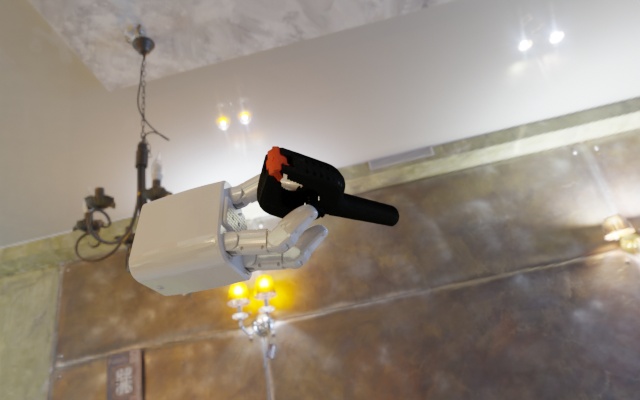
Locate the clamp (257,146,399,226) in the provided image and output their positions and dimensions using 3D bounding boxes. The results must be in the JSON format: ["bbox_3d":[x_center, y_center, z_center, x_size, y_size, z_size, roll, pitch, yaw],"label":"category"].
[{"bbox_3d":[0.000,0.001,0.531,0.164,0.036,0.210,-14,-28,7],"label":"clamp"}]
